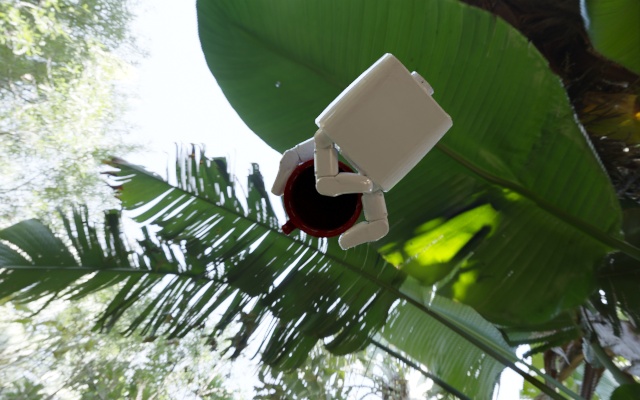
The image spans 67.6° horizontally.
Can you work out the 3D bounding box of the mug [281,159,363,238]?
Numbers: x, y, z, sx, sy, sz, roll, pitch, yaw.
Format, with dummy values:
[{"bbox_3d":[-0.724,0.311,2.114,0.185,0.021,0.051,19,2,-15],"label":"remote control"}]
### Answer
[{"bbox_3d":[-0.001,0.003,0.588,0.117,0.093,0.081,-43,-2,10],"label":"mug"}]
